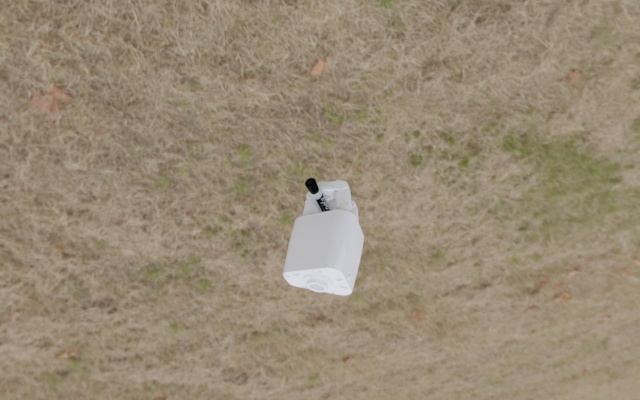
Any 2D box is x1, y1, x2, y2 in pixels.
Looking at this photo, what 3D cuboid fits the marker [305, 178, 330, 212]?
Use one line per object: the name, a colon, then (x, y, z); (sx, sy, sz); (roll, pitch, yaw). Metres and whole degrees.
marker: (0.000, 0.003, 0.813); (0.020, 0.020, 0.121); (0, -35, 22)
